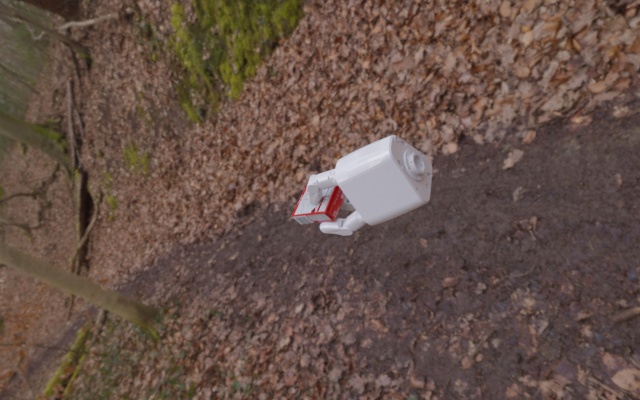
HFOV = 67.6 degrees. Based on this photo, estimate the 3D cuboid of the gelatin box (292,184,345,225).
[{"bbox_3d":[0.000,0.002,0.828,0.089,0.073,0.030,-8,-41,46],"label":"gelatin box"}]
